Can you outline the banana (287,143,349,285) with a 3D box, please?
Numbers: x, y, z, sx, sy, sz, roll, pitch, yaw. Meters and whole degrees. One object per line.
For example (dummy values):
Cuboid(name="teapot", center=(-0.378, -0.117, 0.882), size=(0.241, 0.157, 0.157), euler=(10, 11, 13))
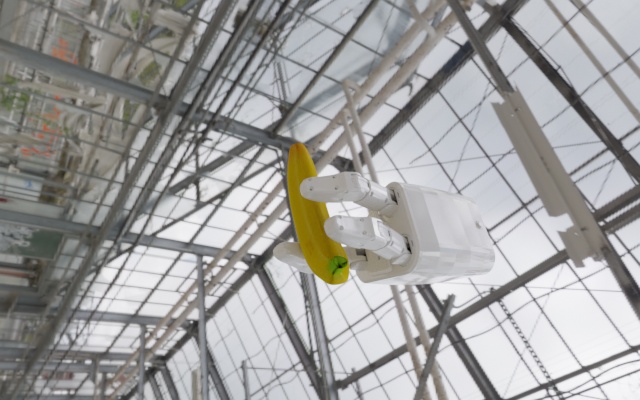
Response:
Cuboid(name="banana", center=(-0.003, 0.019, 0.479), size=(0.037, 0.070, 0.197), euler=(1, 36, -19))
